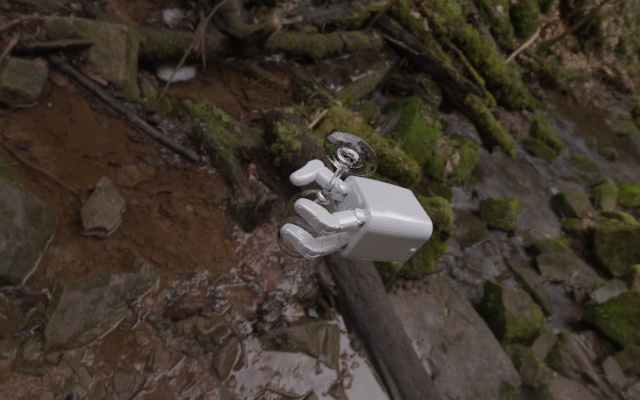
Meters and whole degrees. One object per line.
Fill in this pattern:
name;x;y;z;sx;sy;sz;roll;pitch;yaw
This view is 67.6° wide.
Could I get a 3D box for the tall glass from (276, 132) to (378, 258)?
tall glass;0.000;0.002;0.660;0.079;0.079;0.201;0;-37;-30
